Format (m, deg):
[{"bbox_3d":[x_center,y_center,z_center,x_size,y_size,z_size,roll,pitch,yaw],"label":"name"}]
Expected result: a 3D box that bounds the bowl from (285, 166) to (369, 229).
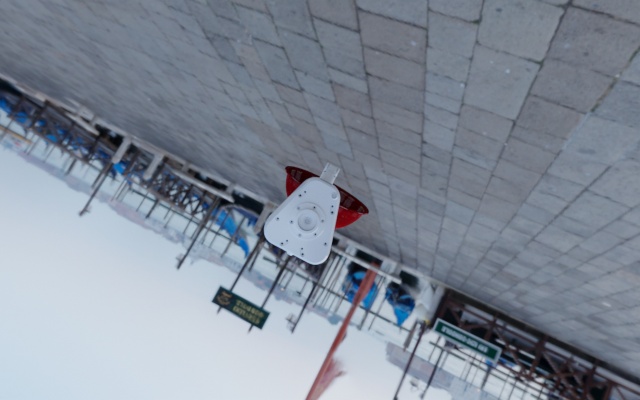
[{"bbox_3d":[0.000,0.003,0.819,0.162,0.055,0.162,27,12,-6],"label":"bowl"}]
